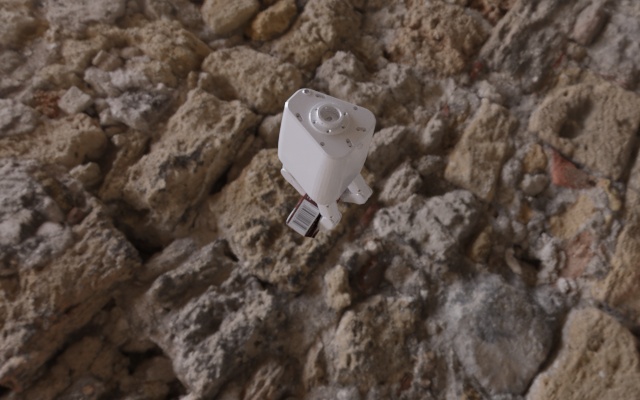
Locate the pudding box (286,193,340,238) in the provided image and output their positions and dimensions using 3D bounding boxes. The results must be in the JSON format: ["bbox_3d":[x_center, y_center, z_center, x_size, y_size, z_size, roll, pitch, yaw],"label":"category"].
[{"bbox_3d":[0.000,0.002,0.733,0.039,0.113,0.090,36,0,12],"label":"pudding box"}]
